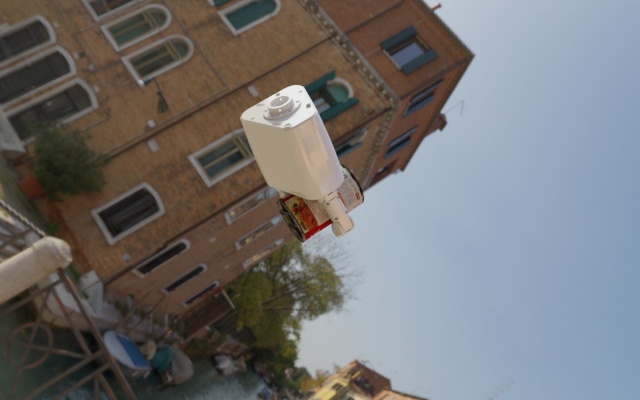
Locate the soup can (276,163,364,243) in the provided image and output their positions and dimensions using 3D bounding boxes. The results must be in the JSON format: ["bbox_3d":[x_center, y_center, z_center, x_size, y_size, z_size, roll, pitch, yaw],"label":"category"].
[{"bbox_3d":[0.001,0.002,0.653,0.102,0.068,0.068,-33,9,-14],"label":"soup can"}]
